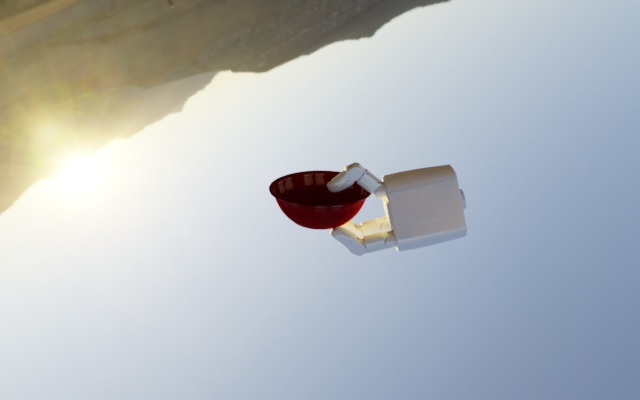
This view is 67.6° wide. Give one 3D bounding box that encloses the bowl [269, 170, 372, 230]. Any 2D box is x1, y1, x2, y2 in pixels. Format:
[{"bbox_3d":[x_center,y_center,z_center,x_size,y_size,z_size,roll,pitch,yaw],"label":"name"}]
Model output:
[{"bbox_3d":[-0.001,0.003,0.750,0.162,0.055,0.162,1,22,0],"label":"bowl"}]
